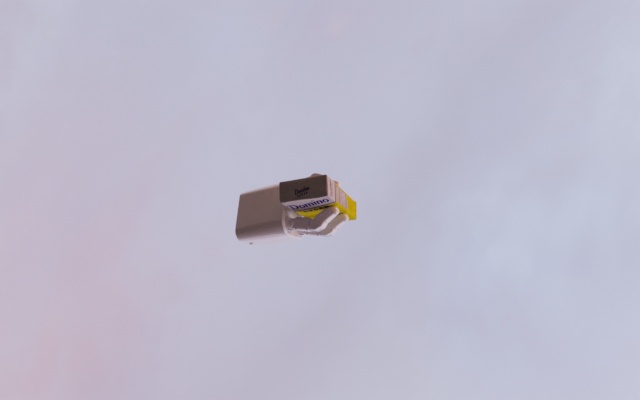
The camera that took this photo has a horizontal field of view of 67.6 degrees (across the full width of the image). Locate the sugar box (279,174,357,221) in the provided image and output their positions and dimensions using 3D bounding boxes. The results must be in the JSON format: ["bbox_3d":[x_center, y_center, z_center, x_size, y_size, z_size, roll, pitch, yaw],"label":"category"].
[{"bbox_3d":[0.000,0.004,0.898,0.093,0.048,0.176,-9,-16,20],"label":"sugar box"}]
